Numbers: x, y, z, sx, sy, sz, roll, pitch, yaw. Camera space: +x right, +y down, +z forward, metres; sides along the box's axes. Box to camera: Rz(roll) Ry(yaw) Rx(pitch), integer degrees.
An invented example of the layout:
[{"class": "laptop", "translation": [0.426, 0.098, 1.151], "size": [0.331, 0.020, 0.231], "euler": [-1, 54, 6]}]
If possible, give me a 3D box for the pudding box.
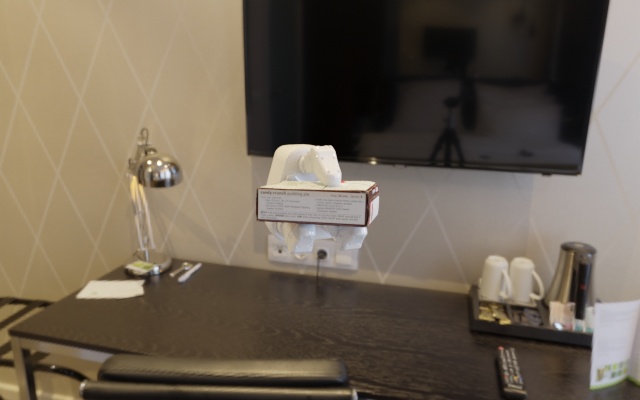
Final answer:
[{"class": "pudding box", "translation": [0.000, 0.001, 0.492], "size": [0.113, 0.039, 0.090], "euler": [1, 7, 13]}]
